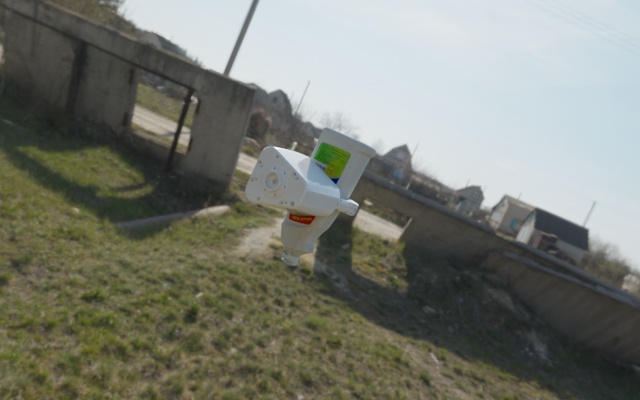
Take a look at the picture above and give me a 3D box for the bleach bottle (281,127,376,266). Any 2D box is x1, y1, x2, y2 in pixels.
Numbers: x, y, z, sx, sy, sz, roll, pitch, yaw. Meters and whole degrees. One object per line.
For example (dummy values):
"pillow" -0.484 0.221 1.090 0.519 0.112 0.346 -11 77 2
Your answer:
"bleach bottle" 0.000 0.003 0.851 0.102 0.251 0.068 28 8 29
